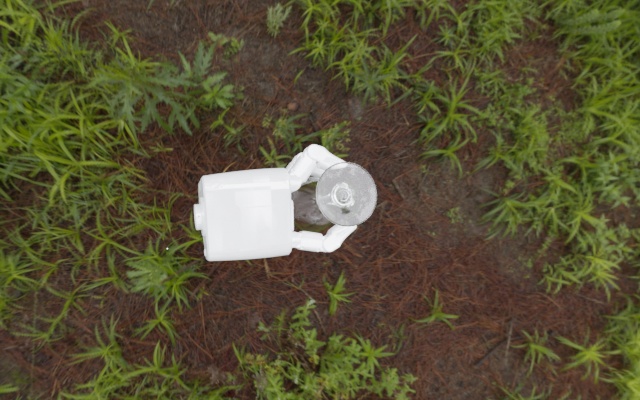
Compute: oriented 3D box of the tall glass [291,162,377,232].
[{"bbox_3d":[0.000,0.002,0.637,0.079,0.079,0.201,0,-5,-17],"label":"tall glass"}]
